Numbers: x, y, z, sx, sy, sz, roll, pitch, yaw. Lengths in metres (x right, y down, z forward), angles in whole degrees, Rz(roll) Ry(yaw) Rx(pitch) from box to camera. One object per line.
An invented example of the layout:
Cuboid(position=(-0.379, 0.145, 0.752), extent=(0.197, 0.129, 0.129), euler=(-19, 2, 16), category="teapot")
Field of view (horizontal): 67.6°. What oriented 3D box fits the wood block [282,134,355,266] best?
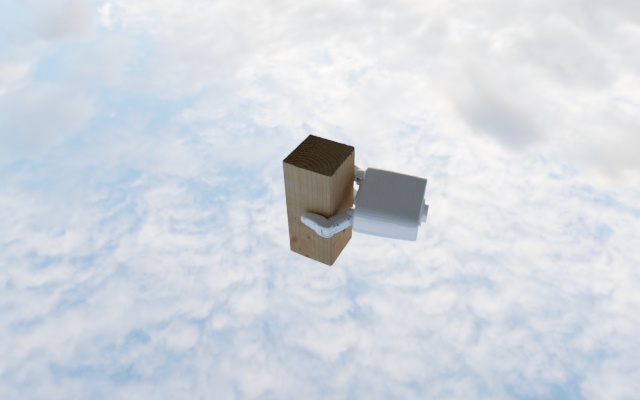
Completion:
Cuboid(position=(0.000, 0.003, 0.828), extent=(0.090, 0.206, 0.090), euler=(19, 45, 22), category="wood block")
